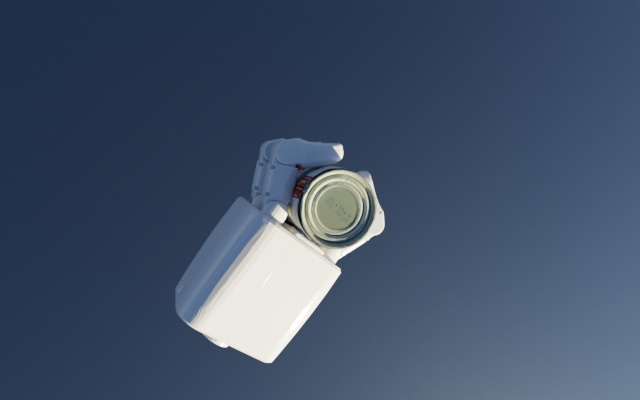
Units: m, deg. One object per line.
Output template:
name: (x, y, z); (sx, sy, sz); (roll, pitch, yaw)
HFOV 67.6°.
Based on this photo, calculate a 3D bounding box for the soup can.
soup can: (0.001, 0.001, 0.426); (0.068, 0.068, 0.102); (0, 6, -17)
